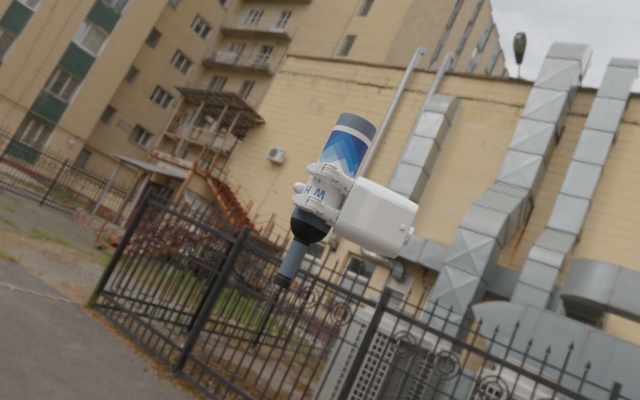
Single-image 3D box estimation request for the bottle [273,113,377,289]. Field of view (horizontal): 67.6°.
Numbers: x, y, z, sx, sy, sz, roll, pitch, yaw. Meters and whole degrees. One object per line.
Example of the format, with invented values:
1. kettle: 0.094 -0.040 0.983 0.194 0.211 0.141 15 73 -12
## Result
1. bottle: 0.000 0.002 0.768 0.069 0.295 0.069 25 -9 4
